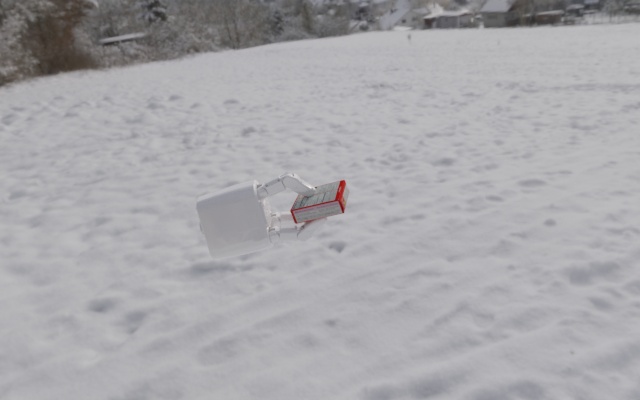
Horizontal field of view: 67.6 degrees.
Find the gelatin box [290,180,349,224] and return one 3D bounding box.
[{"bbox_3d":[0.000,0.002,0.806,0.089,0.030,0.073,-14,25,18],"label":"gelatin box"}]
